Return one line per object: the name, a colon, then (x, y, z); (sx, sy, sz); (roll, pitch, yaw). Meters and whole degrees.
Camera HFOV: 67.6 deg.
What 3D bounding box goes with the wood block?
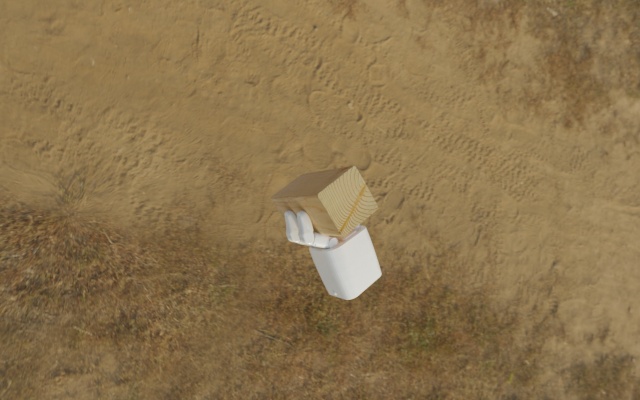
wood block: (0.001, 0.003, 0.889); (0.091, 0.090, 0.206); (-37, 16, -23)
